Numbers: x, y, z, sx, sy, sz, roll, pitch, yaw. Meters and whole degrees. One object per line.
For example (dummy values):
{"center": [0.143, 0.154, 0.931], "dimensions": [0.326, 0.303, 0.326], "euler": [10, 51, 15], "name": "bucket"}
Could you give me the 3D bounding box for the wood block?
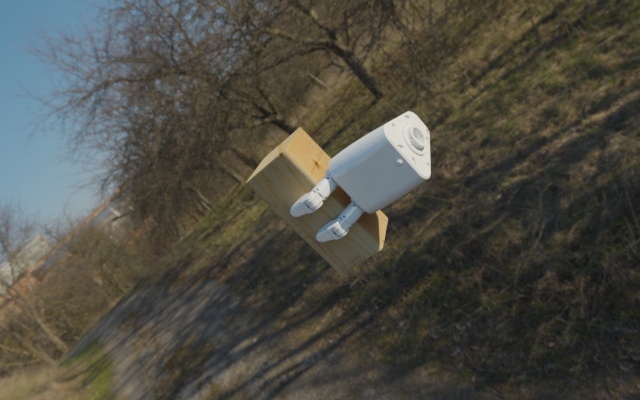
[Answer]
{"center": [0.000, 0.002, 0.735], "dimensions": [0.090, 0.206, 0.090], "euler": [-37, 16, 29], "name": "wood block"}
